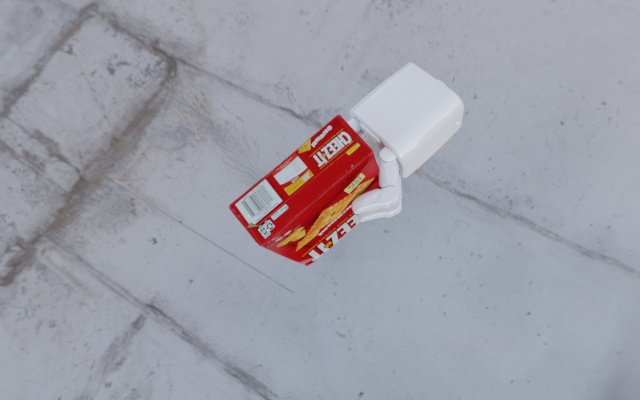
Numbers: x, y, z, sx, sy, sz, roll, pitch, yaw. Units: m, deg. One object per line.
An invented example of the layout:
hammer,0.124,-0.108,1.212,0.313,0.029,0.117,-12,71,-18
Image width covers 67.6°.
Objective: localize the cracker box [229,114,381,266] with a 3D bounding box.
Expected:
cracker box,0.000,0.002,0.619,0.164,0.072,0.214,-40,-19,1
